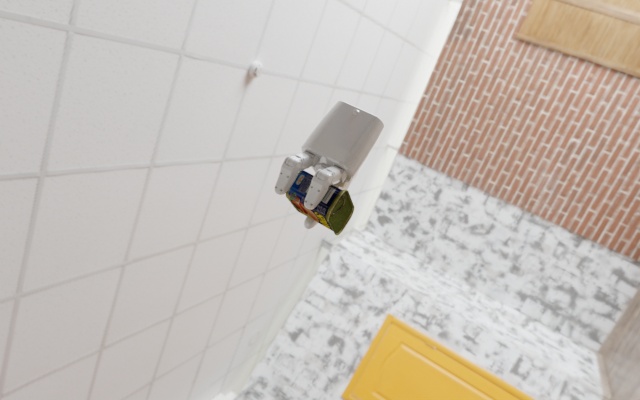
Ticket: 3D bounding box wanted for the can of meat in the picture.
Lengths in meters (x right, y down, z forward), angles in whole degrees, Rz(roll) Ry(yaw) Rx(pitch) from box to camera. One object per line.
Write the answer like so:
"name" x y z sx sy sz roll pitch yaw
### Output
"can of meat" 0.000 0.002 0.761 0.084 0.057 0.102 29 -13 21
